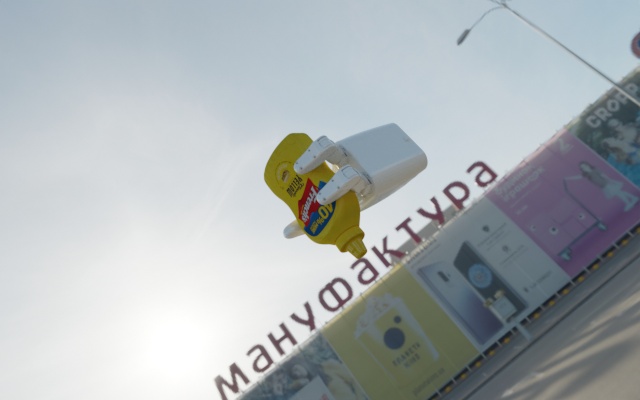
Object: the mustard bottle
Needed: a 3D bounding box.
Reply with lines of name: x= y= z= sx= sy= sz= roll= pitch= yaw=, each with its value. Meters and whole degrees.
mustard bottle: x=0.000 y=0.002 z=0.652 sx=0.058 sy=0.191 sz=0.096 roll=-8 pitch=-39 yaw=-49
